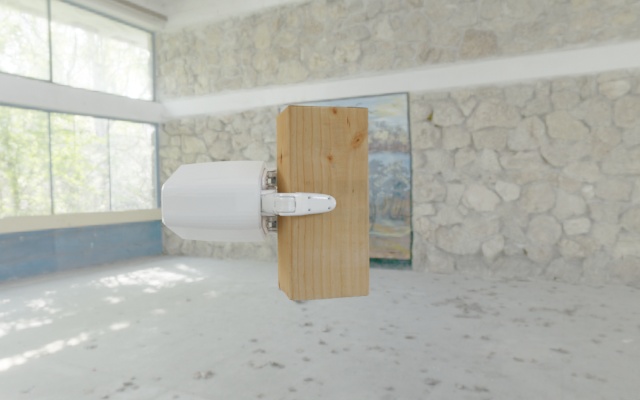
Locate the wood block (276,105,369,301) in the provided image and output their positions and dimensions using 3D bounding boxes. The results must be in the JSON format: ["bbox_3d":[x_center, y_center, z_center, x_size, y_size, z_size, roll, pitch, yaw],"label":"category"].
[{"bbox_3d":[0.000,0.002,0.550,0.090,0.206,0.091,-1,2,-14],"label":"wood block"}]
